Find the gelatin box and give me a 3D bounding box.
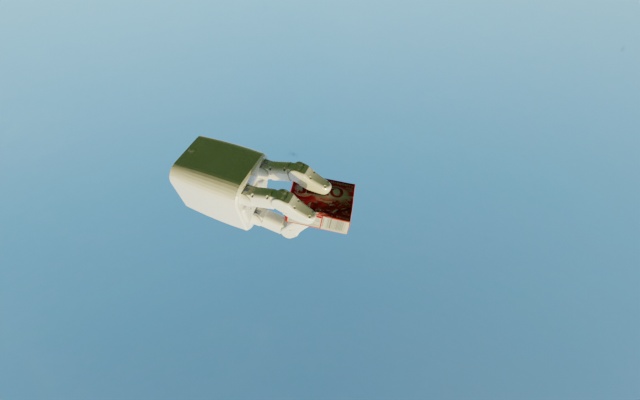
[{"bbox_3d":[0.000,0.003,0.659,0.089,0.073,0.030,12,-43,-1],"label":"gelatin box"}]
